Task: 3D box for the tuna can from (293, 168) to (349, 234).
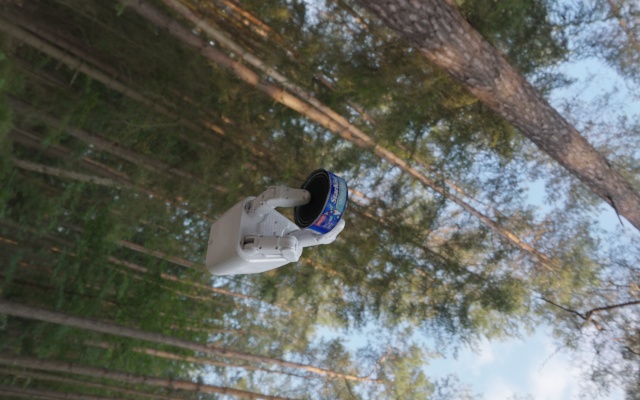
[{"bbox_3d":[0.001,0.002,0.648,0.034,0.086,0.086,23,-11,-28],"label":"tuna can"}]
